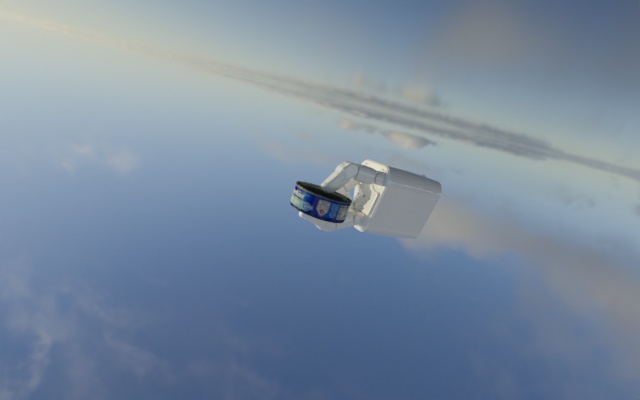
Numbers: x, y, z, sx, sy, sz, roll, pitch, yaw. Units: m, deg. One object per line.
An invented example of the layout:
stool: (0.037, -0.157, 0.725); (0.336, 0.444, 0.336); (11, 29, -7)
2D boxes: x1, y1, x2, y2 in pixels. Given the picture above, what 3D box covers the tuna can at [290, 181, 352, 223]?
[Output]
tuna can: (0.000, 0.003, 0.690); (0.086, 0.034, 0.086); (19, 10, -3)
